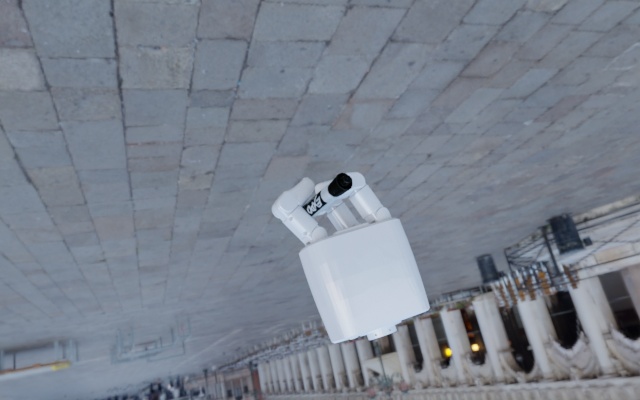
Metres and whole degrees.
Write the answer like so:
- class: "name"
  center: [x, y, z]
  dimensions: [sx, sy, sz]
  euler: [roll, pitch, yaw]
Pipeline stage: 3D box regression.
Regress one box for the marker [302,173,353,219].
- class: "marker"
  center: [0.000, 0.002, 0.508]
  dimensions: [0.020, 0.020, 0.121]
  euler: [0, -22, -28]
